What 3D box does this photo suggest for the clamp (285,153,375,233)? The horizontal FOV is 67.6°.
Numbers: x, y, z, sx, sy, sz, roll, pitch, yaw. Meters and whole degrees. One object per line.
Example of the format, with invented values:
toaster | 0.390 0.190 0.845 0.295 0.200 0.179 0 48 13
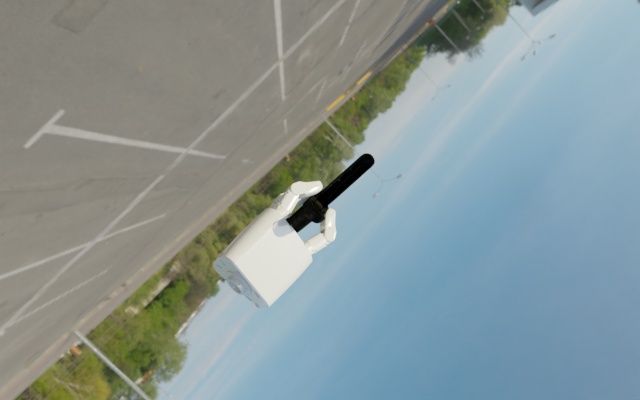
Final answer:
clamp | 0.000 0.004 0.798 0.164 0.036 0.210 -45 5 -30
